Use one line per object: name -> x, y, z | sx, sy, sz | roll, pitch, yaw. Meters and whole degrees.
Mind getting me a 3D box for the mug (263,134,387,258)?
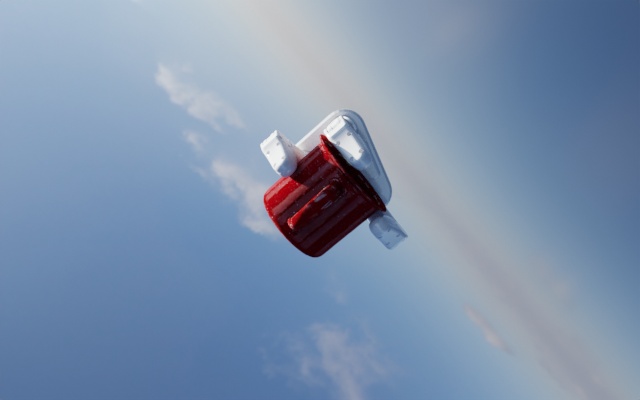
mug -> 0.000, 0.002, 0.436 | 0.081, 0.093, 0.117 | -40, 4, 11
